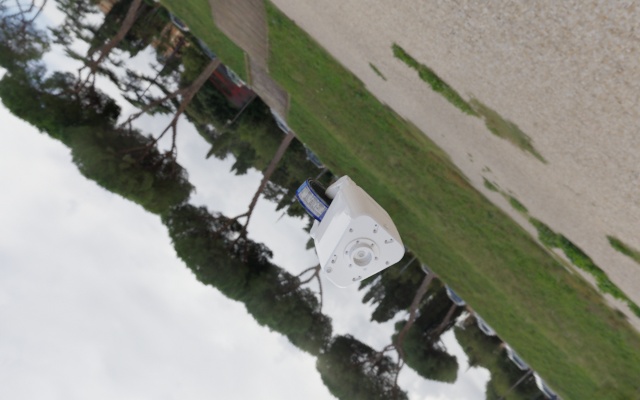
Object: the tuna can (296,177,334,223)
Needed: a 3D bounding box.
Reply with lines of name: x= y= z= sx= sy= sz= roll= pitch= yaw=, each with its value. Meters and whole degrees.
tuna can: x=0.000 y=0.003 z=0.796 sx=0.034 sy=0.086 sz=0.086 roll=-46 pitch=-15 yaw=15
